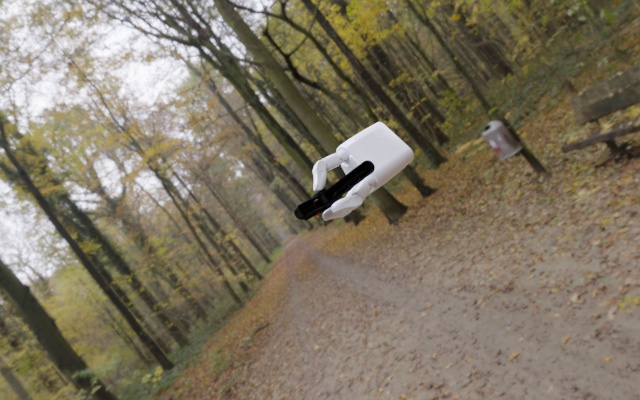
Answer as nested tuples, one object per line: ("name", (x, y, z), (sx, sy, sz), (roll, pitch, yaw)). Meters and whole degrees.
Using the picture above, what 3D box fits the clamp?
("clamp", (0.000, 0.002, 0.883), (0.164, 0.036, 0.210), (-32, -3, -23))
